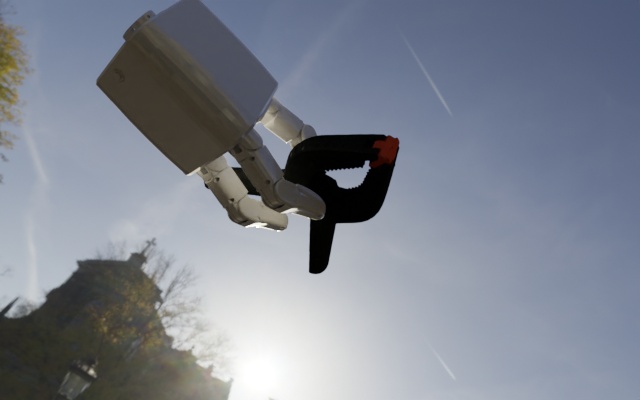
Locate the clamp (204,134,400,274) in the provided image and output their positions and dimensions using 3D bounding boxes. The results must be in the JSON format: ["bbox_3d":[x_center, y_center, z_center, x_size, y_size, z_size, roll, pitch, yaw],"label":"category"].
[{"bbox_3d":[0.001,0.001,0.451,0.210,0.036,0.164,-22,-59,44],"label":"clamp"}]
